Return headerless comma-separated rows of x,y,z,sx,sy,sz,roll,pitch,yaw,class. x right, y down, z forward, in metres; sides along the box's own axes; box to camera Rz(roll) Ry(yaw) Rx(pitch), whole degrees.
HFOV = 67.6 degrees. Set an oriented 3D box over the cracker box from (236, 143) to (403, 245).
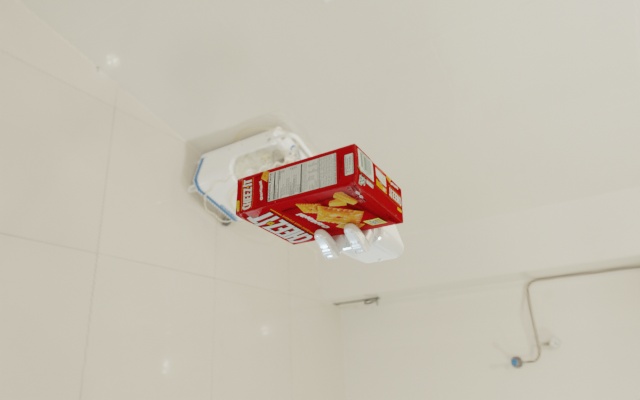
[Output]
0.000,0.002,0.754,0.214,0.072,0.164,-15,-29,28,cracker box
